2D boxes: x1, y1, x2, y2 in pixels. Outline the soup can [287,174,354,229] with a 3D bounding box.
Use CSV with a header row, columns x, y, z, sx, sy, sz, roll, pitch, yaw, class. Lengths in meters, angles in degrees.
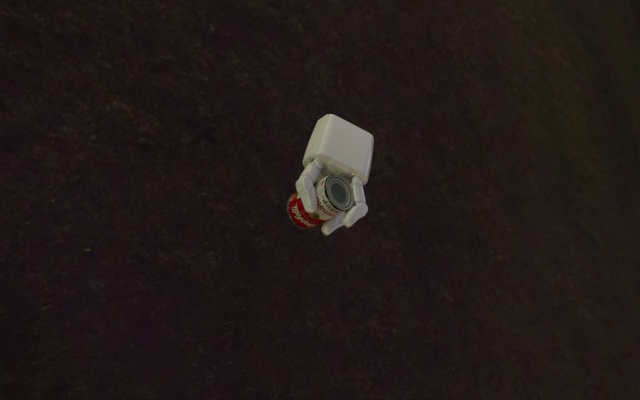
x,y,z,sx,sy,sz,roll,pitch,yaw,class
0.000,0.003,0.825,0.068,0.068,0.102,0,-19,-44,soup can
